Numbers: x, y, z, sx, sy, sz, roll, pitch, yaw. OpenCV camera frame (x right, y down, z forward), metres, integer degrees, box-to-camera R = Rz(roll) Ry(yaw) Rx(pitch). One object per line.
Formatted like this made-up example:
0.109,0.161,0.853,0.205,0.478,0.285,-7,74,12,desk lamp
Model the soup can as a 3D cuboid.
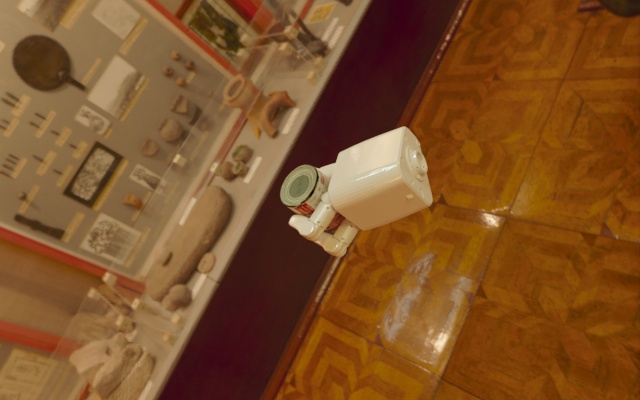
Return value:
0.000,0.002,0.684,0.068,0.068,0.102,0,-27,43,soup can
